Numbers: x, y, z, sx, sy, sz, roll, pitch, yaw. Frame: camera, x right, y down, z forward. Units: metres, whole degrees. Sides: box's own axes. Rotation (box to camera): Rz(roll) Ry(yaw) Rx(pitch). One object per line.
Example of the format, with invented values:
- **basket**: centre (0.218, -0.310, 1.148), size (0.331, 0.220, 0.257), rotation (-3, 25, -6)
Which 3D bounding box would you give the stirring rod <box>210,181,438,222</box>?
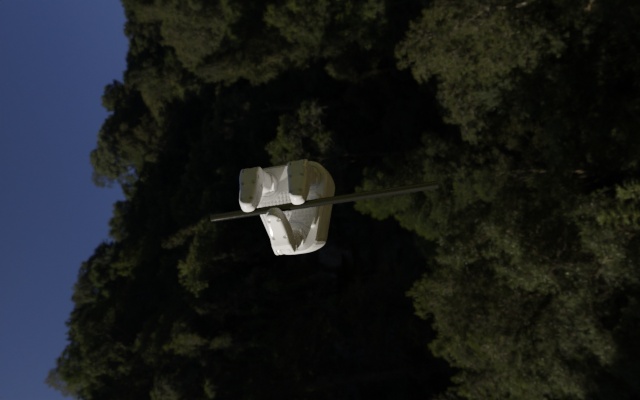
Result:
- **stirring rod**: centre (0.000, 0.002, 0.497), size (0.239, 0.011, 0.011), rotation (-9, -1, 9)
